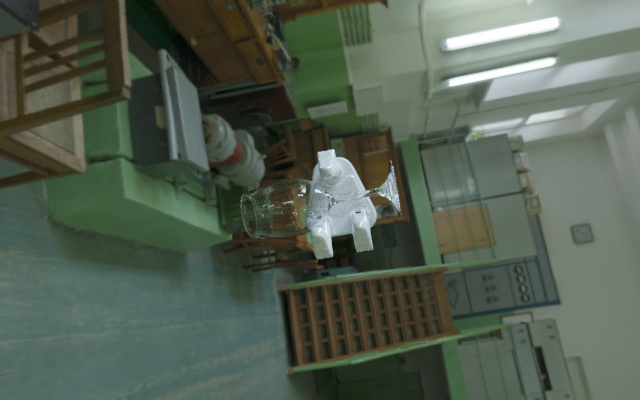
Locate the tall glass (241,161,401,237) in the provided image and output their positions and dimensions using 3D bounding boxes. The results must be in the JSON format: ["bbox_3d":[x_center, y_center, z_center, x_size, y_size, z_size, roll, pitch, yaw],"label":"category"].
[{"bbox_3d":[0.001,0.002,0.631,0.201,0.079,0.079,-10,-1,7],"label":"tall glass"}]
